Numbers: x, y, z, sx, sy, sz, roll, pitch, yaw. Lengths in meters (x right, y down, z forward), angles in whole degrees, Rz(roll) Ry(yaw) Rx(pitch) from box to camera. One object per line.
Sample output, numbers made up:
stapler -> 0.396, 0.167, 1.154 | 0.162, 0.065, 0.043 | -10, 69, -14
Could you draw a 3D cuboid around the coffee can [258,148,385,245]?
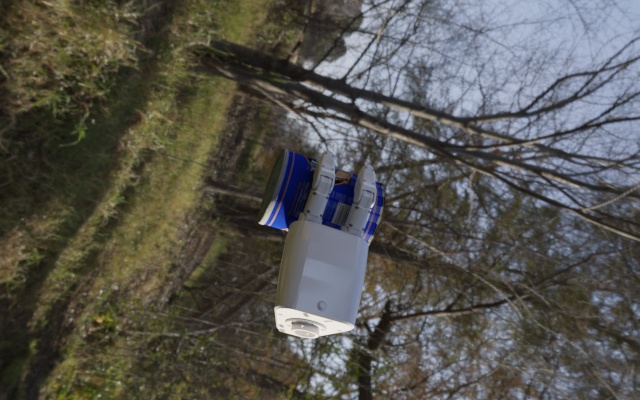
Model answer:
coffee can -> 0.000, 0.002, 0.631 | 0.140, 0.103, 0.103 | 18, -4, -12
